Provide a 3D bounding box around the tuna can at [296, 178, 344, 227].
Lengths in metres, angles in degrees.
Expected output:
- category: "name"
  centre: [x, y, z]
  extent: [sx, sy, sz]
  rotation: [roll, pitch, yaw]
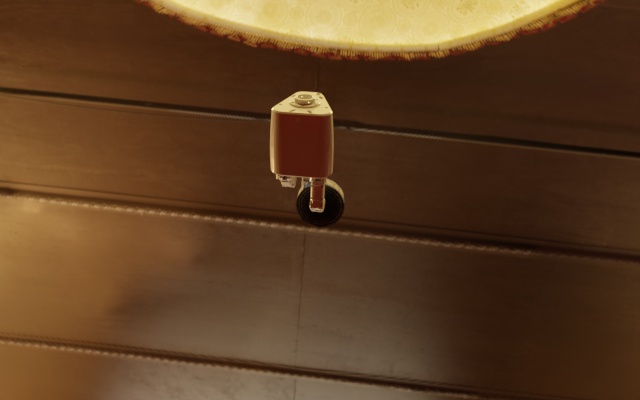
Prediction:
- category: "tuna can"
  centre: [0.000, 0.003, 0.851]
  extent: [0.086, 0.086, 0.033]
  rotation: [0, 28, 5]
